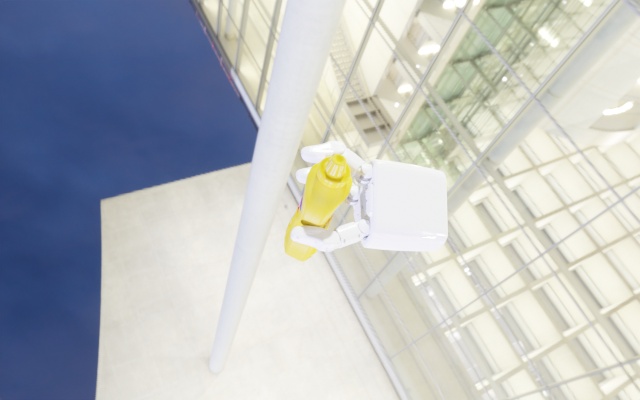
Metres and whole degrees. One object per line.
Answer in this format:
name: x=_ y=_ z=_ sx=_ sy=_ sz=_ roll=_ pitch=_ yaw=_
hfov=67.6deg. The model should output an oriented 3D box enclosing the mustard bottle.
mustard bottle: x=0.000 y=0.002 z=0.640 sx=0.058 sy=0.096 sz=0.192 roll=27 pitch=-35 yaw=1
